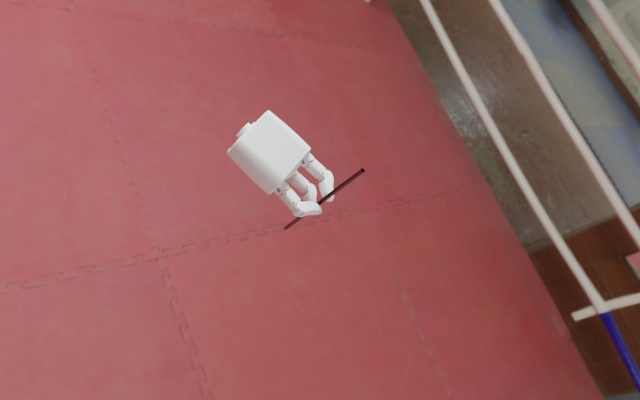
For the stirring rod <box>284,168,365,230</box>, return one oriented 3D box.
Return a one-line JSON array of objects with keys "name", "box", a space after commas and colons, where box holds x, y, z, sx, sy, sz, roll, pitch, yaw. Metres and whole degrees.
[{"name": "stirring rod", "box": [0.000, 0.003, 0.871, 0.011, 0.011, 0.240, 0, -26, -40]}]
